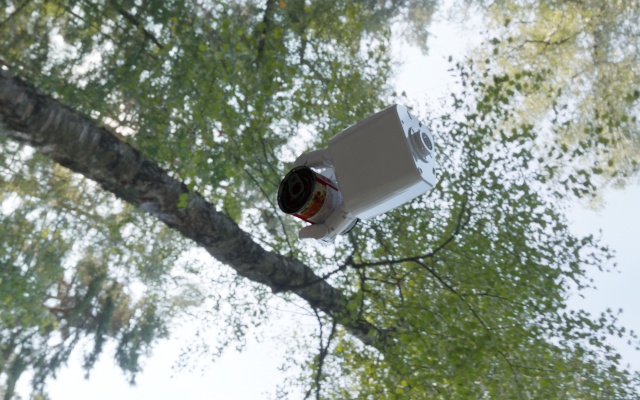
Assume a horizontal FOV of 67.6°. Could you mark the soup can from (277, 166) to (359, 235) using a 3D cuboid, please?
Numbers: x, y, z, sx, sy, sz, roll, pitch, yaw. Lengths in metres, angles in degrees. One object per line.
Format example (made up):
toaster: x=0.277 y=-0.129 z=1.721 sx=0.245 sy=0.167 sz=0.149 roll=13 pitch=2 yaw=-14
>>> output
soup can: x=0.000 y=0.003 z=0.657 sx=0.068 sy=0.068 sz=0.102 roll=0 pitch=-19 yaw=44
